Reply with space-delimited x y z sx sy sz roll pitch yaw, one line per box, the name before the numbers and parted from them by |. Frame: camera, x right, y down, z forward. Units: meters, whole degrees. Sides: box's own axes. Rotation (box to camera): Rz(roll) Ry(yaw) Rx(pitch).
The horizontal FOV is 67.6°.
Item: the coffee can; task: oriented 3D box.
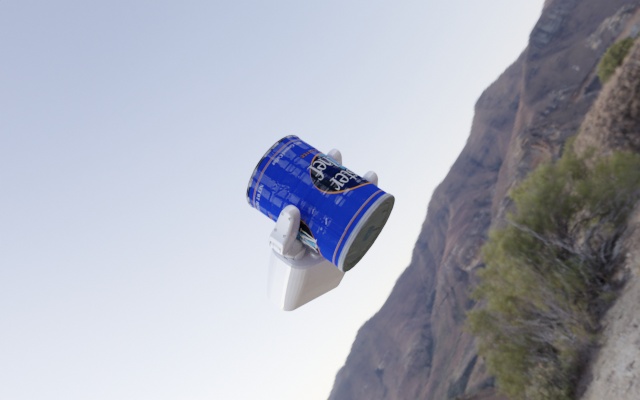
coffee can | 0.000 0.002 0.555 0.140 0.103 0.103 34 12 18
